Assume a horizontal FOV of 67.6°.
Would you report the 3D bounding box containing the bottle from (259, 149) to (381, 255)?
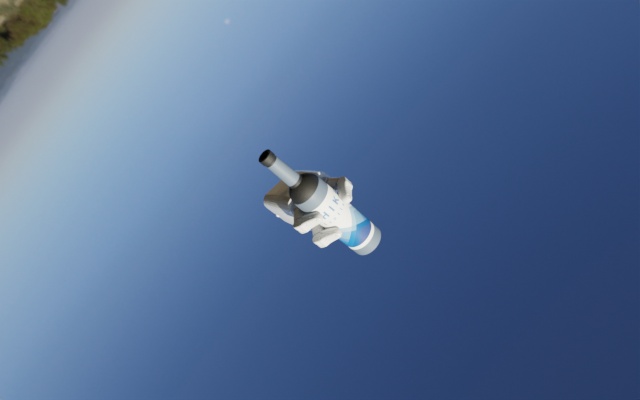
[{"bbox_3d":[0.000,0.003,0.880,0.069,0.069,0.296,0,-32,49],"label":"bottle"}]
